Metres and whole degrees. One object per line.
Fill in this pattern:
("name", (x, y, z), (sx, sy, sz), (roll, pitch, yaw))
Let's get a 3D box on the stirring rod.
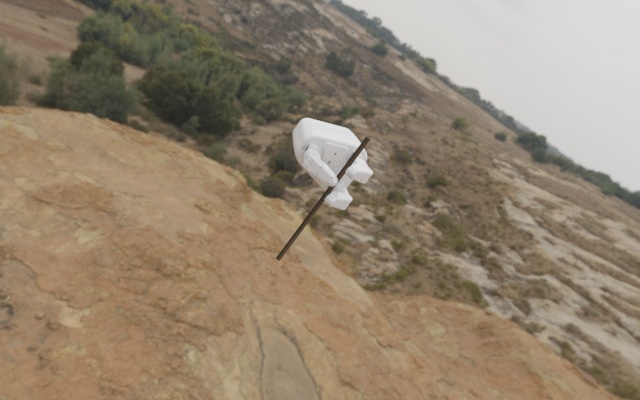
("stirring rod", (0.000, 0.002, 0.727), (0.011, 0.239, 0.011), (32, 19, -13))
